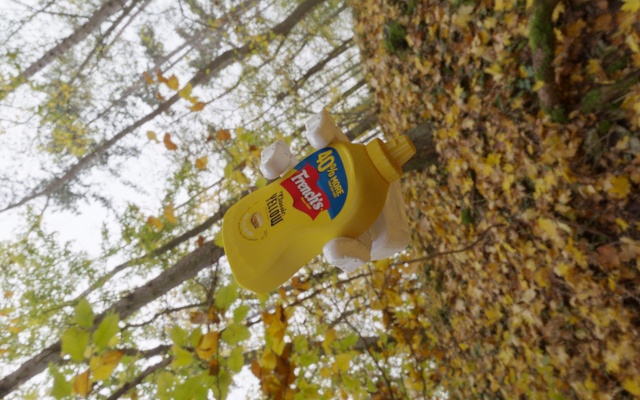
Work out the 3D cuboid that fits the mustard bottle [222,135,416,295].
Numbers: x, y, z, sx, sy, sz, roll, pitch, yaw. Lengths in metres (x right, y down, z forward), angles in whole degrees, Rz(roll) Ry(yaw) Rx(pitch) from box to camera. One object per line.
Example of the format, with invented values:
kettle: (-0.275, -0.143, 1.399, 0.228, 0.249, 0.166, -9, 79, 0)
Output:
mustard bottle: (0.000, 0.001, 0.431, 0.192, 0.096, 0.058, -33, -43, 18)
